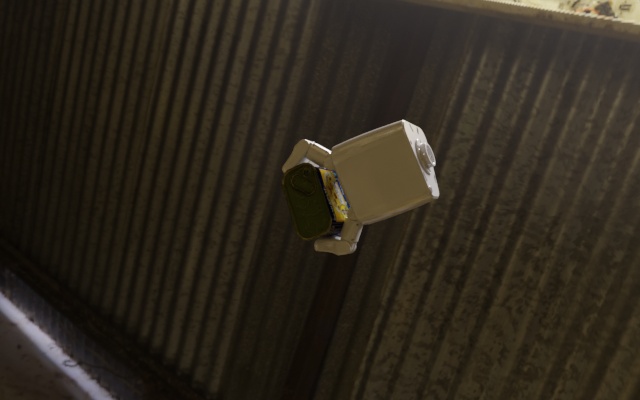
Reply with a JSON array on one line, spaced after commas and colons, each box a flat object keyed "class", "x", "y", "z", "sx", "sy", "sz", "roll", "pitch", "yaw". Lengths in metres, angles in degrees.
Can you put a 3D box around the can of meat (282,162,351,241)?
[{"class": "can of meat", "x": 0.000, "y": 0.002, "z": 0.673, "sx": 0.057, "sy": 0.102, "sz": 0.084, "roll": -23, "pitch": -12, "yaw": 27}]
